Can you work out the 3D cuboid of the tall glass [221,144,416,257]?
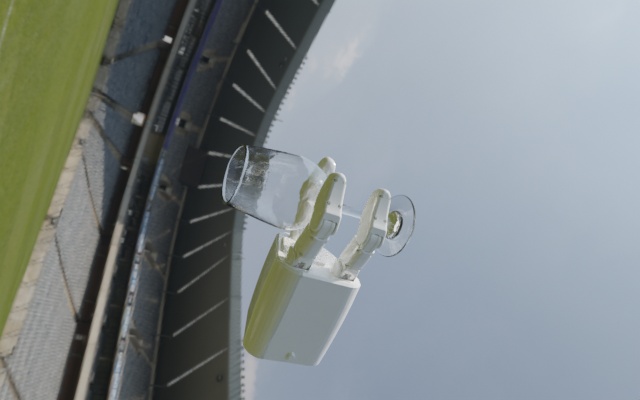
[{"bbox_3d":[0.001,0.002,0.507,0.201,0.079,0.079,18,-8,-26],"label":"tall glass"}]
